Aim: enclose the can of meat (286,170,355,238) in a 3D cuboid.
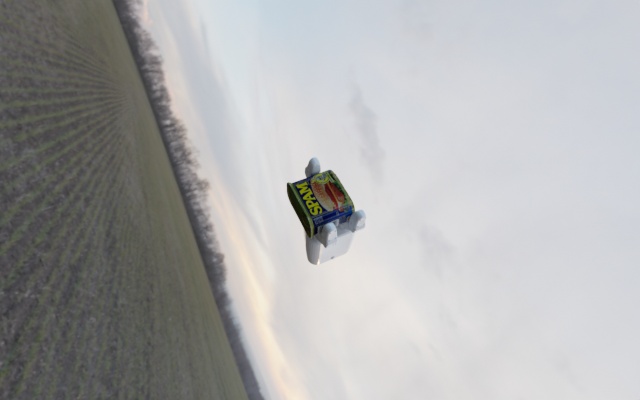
[{"bbox_3d":[0.000,0.002,0.817,0.084,0.102,0.057,-21,-31,-15],"label":"can of meat"}]
